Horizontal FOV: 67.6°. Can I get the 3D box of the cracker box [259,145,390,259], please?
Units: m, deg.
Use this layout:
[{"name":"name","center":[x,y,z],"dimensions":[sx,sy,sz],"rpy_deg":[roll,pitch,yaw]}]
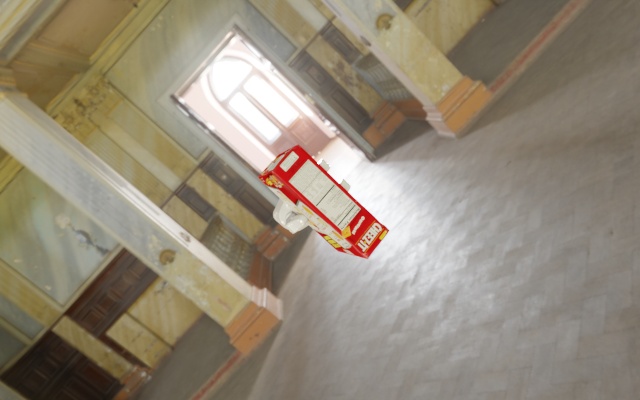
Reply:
[{"name":"cracker box","center":[0.000,0.003,0.836],"dimensions":[0.214,0.072,0.164],"rpy_deg":[42,-11,-11]}]
